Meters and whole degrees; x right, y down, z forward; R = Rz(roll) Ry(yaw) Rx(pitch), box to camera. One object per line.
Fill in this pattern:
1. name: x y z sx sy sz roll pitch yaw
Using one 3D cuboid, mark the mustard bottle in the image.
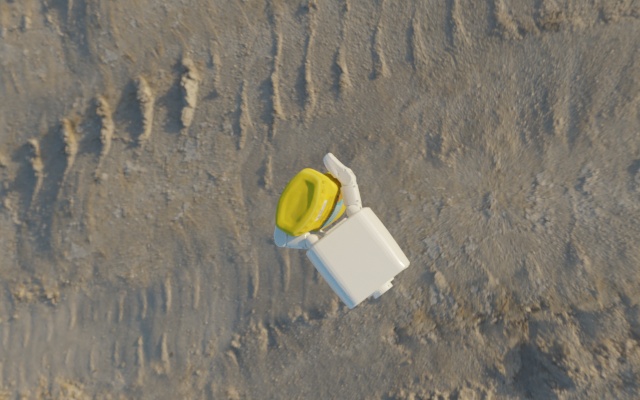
1. mustard bottle: 0.000 0.002 0.743 0.058 0.096 0.191 28 10 17
